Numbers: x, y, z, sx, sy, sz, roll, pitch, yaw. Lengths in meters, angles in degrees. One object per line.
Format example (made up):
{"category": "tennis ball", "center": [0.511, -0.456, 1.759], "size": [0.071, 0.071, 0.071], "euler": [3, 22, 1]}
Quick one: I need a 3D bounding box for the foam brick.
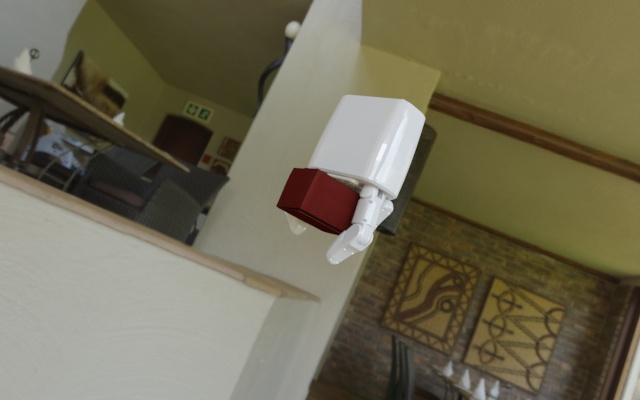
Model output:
{"category": "foam brick", "center": [0.000, 0.002, 0.544], "size": [0.078, 0.051, 0.053], "euler": [30, -12, -33]}
